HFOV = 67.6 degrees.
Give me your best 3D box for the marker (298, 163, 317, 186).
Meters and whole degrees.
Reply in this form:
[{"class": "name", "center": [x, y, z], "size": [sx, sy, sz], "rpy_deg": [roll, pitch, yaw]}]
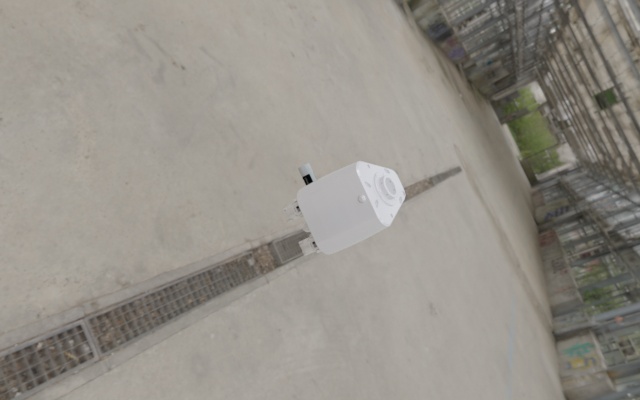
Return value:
[{"class": "marker", "center": [0.000, 0.002, 0.715], "size": [0.020, 0.121, 0.020], "rpy_deg": [-25, -2, -1]}]
